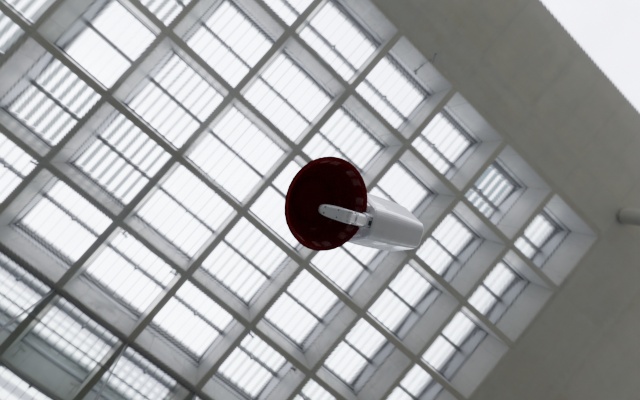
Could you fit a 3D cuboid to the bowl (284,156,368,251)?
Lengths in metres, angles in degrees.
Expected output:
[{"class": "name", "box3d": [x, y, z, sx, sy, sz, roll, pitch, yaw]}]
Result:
[{"class": "bowl", "box3d": [-0.001, 0.002, 0.821, 0.162, 0.162, 0.055, 0, 9, -30]}]
